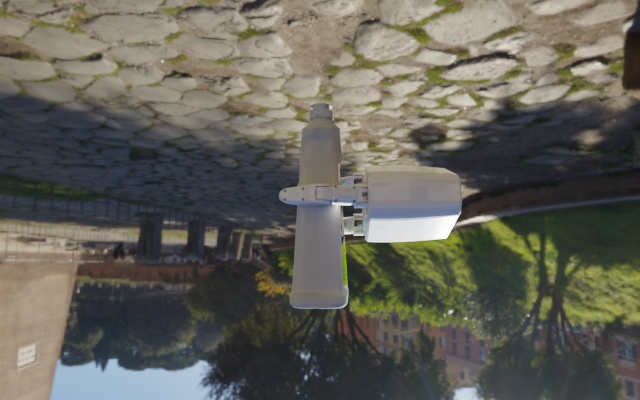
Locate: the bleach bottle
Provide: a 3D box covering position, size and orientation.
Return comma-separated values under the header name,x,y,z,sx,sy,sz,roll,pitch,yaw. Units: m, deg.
name,x,y,z,sx,sy,sz,roll,pitch,yaw
bleach bottle,0.000,0.002,0.592,0.068,0.251,0.102,0,-7,5
